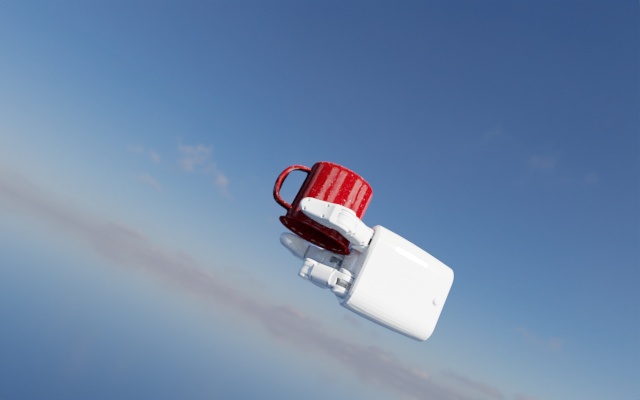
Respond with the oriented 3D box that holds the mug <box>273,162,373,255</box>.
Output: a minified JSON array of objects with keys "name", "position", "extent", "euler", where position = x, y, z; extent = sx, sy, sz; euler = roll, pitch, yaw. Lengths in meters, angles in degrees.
[{"name":"mug","position":[-0.001,0.001,0.564],"extent":[0.117,0.081,0.093],"euler":[30,-15,-11]}]
